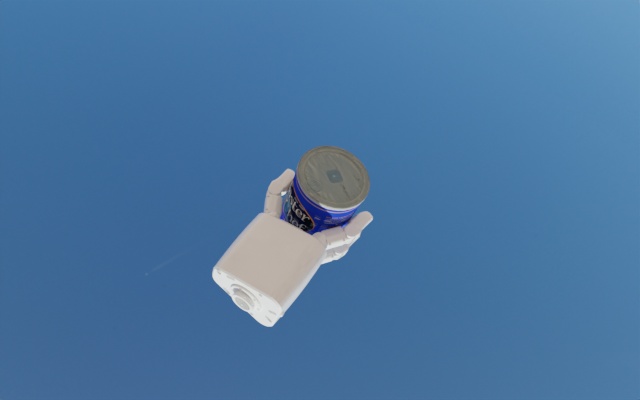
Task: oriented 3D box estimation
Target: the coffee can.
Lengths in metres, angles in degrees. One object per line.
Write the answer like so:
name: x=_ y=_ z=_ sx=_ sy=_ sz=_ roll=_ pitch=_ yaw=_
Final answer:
coffee can: x=0.000 y=0.002 z=0.698 sx=0.103 sy=0.102 sz=0.140 roll=0 pitch=-31 yaw=-18
